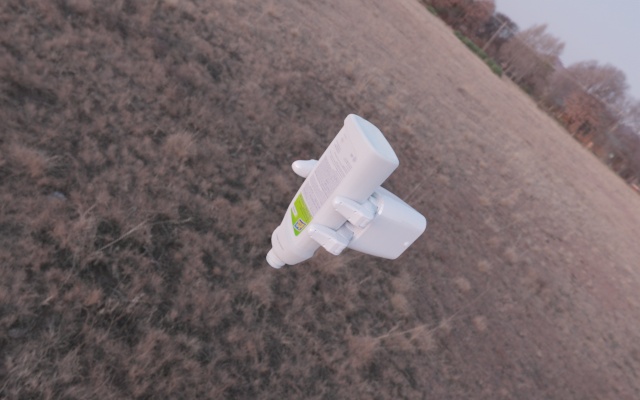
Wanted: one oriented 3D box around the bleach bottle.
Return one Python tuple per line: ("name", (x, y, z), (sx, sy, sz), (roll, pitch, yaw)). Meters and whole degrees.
("bleach bottle", (0.000, 0.002, 0.693), (0.068, 0.251, 0.102), (22, 31, -35))
